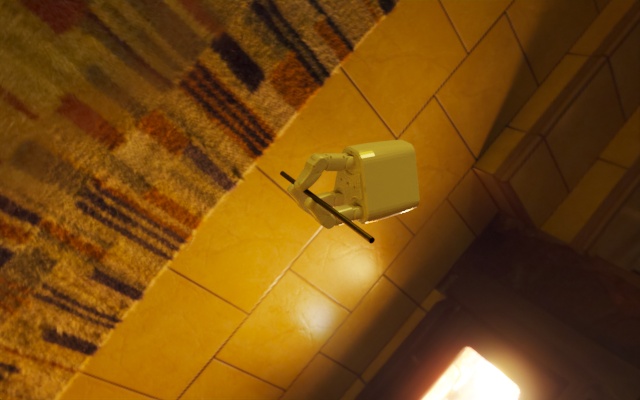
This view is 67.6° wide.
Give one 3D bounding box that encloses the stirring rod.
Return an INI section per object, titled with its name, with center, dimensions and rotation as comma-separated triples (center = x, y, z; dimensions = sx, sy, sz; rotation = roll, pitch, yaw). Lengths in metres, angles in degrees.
[stirring rod]
center = 0.000, 0.002, 0.647
dimensions = 0.011, 0.011, 0.239
rotation = 0, 22, -32
